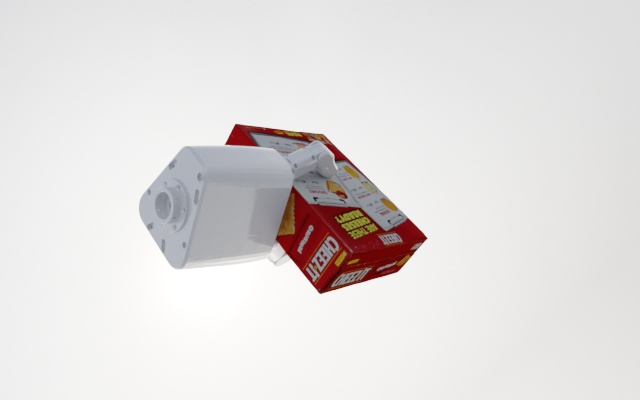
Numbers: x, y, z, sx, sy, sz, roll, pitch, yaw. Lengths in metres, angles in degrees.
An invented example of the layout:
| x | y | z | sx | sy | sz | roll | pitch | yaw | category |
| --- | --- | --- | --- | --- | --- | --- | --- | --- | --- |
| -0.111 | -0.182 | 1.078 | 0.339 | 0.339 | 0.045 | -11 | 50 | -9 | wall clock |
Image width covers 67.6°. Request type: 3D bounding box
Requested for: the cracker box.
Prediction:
| x | y | z | sx | sy | sz | roll | pitch | yaw | category |
| --- | --- | --- | --- | --- | --- | --- | --- | --- | --- |
| 0.000 | 0.002 | 0.571 | 0.164 | 0.072 | 0.213 | -3 | 44 | -51 | cracker box |
